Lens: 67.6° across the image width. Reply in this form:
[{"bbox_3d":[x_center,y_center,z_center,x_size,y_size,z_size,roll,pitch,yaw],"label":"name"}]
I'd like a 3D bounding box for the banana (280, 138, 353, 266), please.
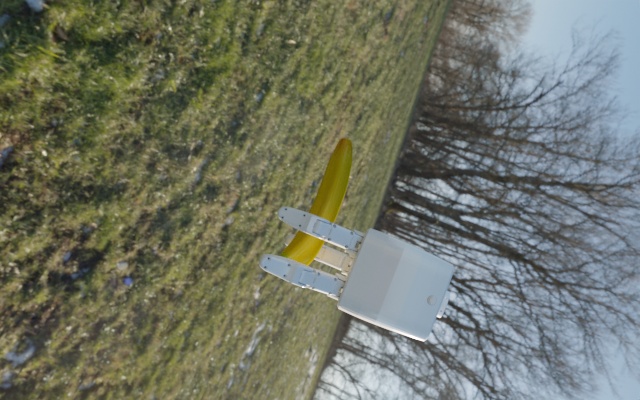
[{"bbox_3d":[0.000,0.014,0.599,0.037,0.197,0.070,21,-26,15],"label":"banana"}]
